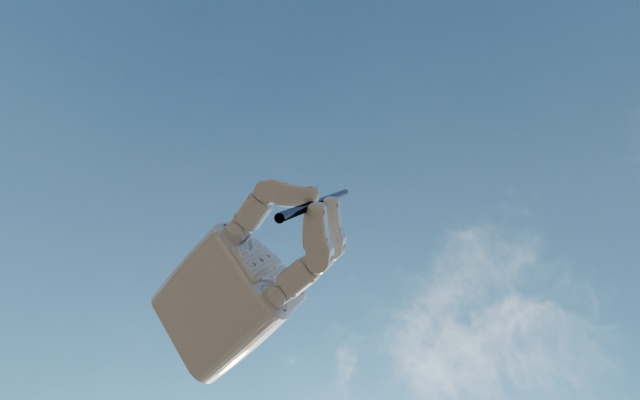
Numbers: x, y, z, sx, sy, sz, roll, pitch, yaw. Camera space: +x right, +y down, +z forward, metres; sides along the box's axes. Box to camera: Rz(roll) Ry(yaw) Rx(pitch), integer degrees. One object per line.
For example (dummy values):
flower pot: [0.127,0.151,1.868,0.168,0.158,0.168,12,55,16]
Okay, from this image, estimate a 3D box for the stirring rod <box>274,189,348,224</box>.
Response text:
stirring rod: [0.000,0.002,0.459,0.011,0.011,0.239,0,5,14]
